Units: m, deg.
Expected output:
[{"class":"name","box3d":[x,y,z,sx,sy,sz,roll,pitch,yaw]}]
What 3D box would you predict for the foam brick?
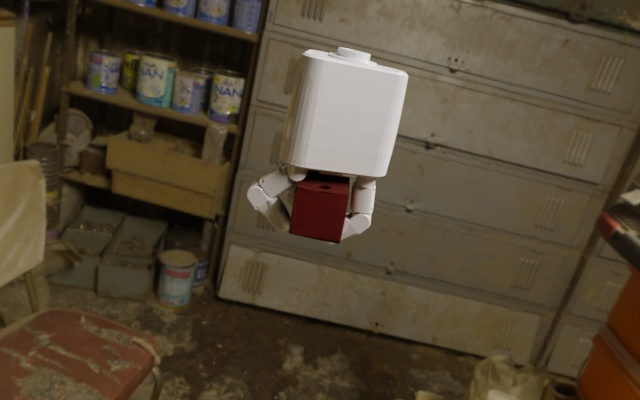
[{"class":"foam brick","box3d":[0.000,0.002,0.493,0.053,0.051,0.078,10,20,-1]}]
